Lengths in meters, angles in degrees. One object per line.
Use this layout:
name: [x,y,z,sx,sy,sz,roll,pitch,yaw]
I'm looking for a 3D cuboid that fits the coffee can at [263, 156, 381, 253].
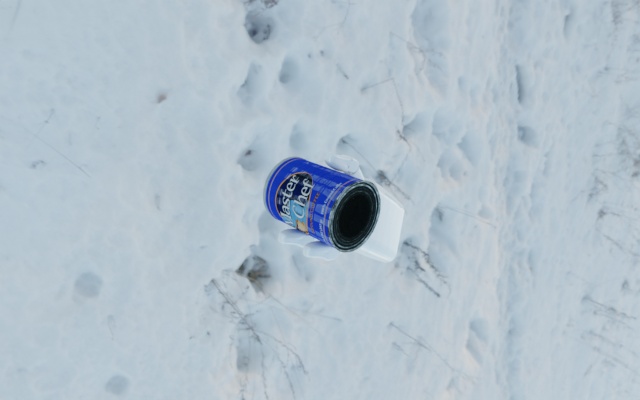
coffee can: [0.000,0.002,0.685,0.103,0.103,0.140,0,17,-46]
